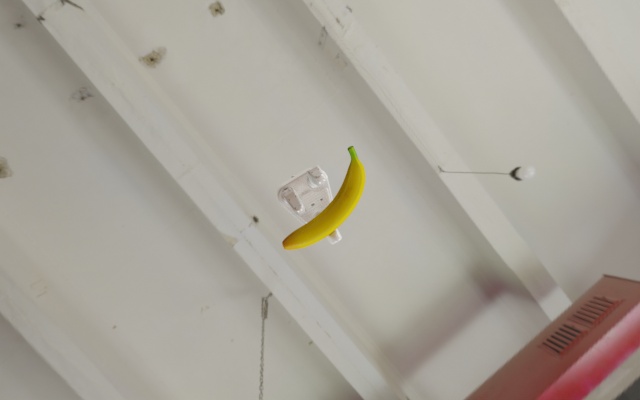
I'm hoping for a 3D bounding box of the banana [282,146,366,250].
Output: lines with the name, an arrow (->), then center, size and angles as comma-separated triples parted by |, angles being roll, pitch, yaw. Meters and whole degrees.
banana -> 0.017, 0.010, 0.777 | 0.069, 0.198, 0.037 | 34, 1, -13
